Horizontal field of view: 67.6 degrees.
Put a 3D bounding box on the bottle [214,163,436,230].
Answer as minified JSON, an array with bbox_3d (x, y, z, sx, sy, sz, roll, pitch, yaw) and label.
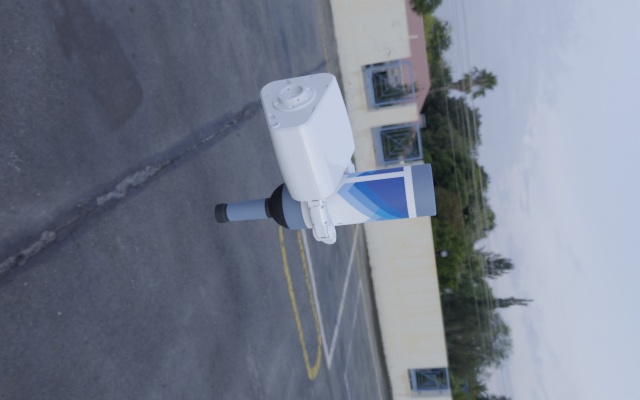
[{"bbox_3d":[0.000,0.002,0.637,0.296,0.069,0.069,-7,-1,12],"label":"bottle"}]
